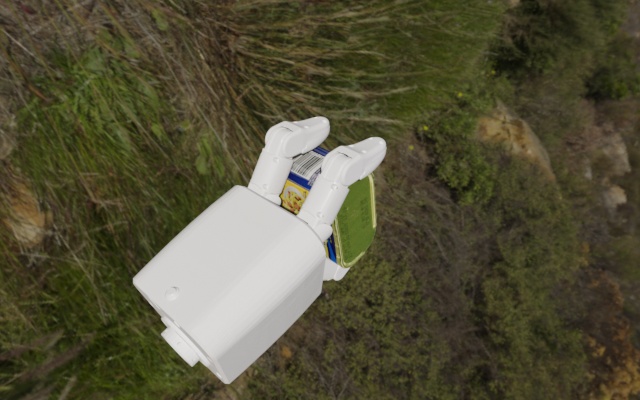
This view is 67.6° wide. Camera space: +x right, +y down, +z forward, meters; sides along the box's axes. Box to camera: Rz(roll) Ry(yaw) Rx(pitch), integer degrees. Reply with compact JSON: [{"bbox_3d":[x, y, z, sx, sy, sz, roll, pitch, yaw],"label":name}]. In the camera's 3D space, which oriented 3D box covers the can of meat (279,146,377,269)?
[{"bbox_3d":[0.000,0.002,0.419,0.084,0.102,0.057,29,56,33],"label":"can of meat"}]
